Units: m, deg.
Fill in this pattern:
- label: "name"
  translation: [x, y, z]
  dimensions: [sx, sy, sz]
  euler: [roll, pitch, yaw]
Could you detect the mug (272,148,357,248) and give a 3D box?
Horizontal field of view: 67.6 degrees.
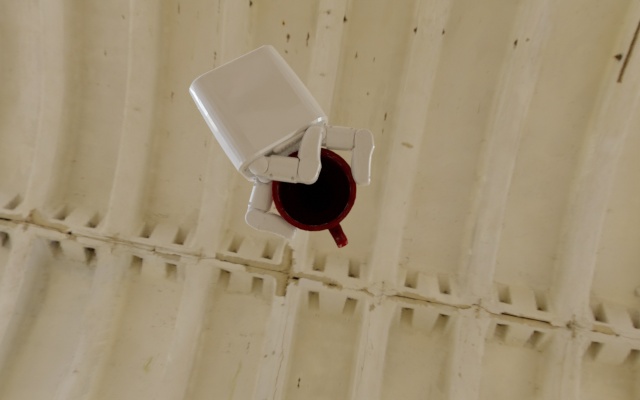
- label: "mug"
  translation: [0.001, 0.003, 0.558]
  dimensions: [0.093, 0.117, 0.081]
  euler: [-31, -6, -2]
